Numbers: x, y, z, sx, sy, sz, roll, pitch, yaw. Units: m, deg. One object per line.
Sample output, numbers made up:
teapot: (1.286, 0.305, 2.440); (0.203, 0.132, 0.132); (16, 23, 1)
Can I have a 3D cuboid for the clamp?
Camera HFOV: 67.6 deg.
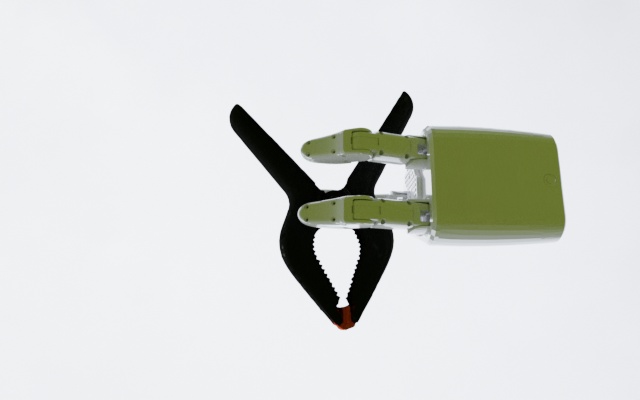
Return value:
clamp: (0.000, 0.002, 0.406); (0.164, 0.210, 0.036); (1, -16, 0)
